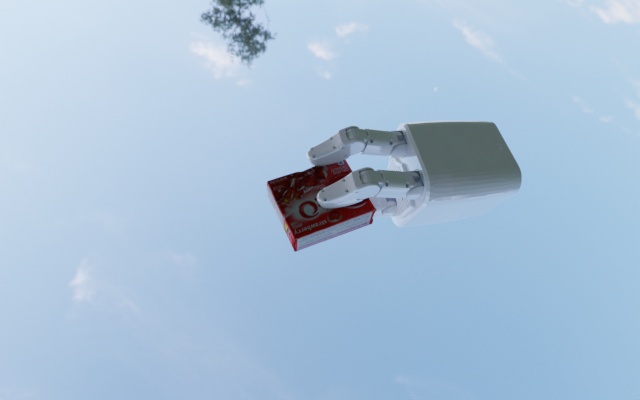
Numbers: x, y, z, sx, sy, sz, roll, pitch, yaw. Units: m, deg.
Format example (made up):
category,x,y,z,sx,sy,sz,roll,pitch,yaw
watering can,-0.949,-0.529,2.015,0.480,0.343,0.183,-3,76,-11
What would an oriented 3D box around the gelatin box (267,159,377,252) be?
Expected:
category,x,y,z,sx,sy,sz,roll,pitch,yaw
gelatin box,0.000,0.002,0.479,0.089,0.073,0.030,-19,-30,-16
